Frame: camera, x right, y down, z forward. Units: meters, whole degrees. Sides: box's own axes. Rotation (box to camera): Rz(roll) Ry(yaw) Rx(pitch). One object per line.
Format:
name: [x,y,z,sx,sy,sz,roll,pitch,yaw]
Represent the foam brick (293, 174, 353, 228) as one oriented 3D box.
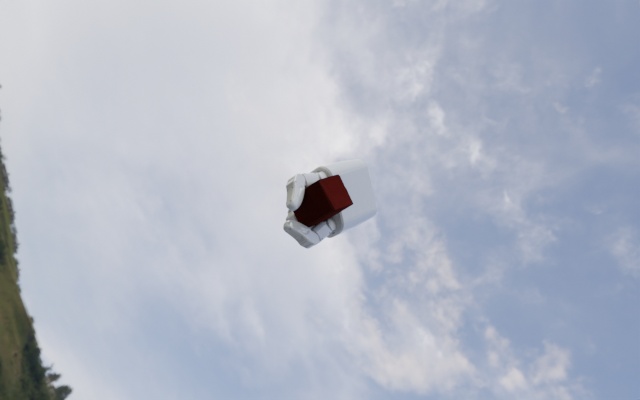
foam brick: [0.000,0.002,0.727,0.051,0.053,0.078,-18,-10,-47]
